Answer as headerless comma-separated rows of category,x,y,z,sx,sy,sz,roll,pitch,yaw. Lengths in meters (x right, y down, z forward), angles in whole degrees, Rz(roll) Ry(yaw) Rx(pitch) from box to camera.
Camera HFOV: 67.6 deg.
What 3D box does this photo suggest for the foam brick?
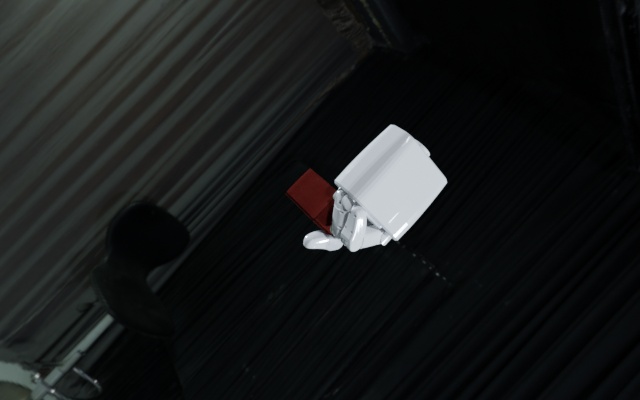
foam brick,0.000,0.002,0.664,0.078,0.051,0.053,42,0,43
